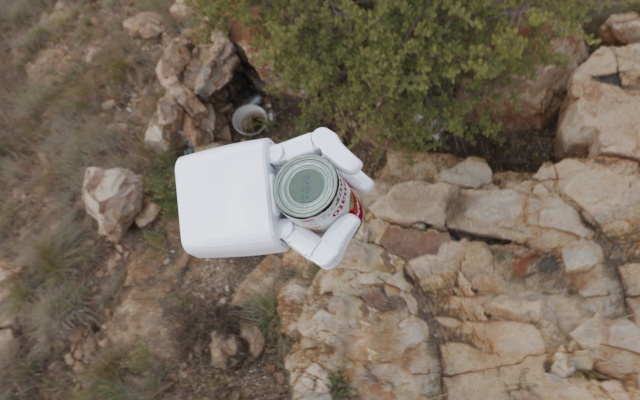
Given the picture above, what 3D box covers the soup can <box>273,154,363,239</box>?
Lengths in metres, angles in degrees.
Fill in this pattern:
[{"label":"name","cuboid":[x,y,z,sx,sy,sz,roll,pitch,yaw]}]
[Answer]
[{"label":"soup can","cuboid":[0.000,0.002,0.494,0.068,0.068,0.102,0,-19,19]}]
